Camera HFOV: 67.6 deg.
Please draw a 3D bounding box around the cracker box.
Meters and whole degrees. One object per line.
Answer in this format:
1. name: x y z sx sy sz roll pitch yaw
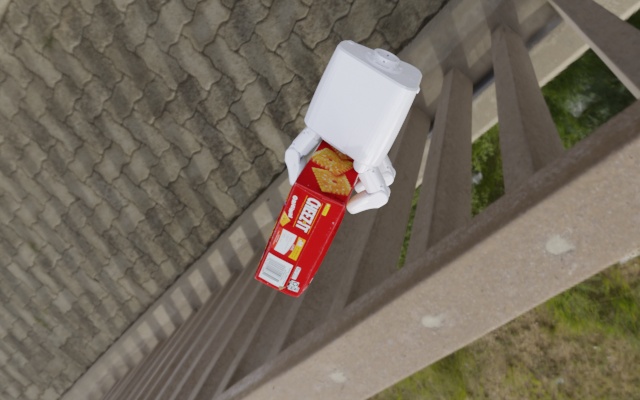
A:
1. cracker box: 0.000 0.002 0.651 0.072 0.164 0.213 26 34 2
